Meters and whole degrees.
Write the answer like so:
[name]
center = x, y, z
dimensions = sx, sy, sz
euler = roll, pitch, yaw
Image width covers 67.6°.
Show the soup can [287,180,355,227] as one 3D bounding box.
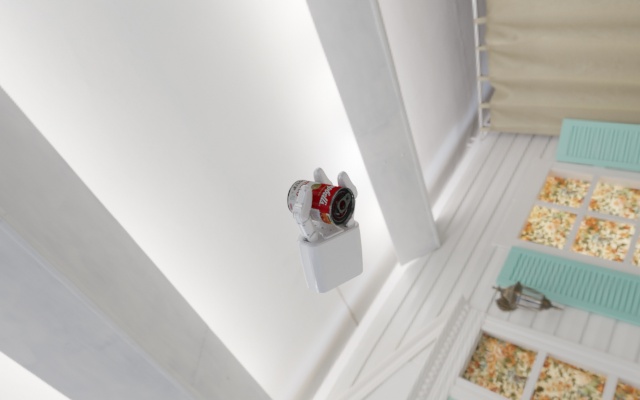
[soup can]
center = 0.000, 0.002, 0.836
dimensions = 0.102, 0.068, 0.068
euler = 13, 8, 39
